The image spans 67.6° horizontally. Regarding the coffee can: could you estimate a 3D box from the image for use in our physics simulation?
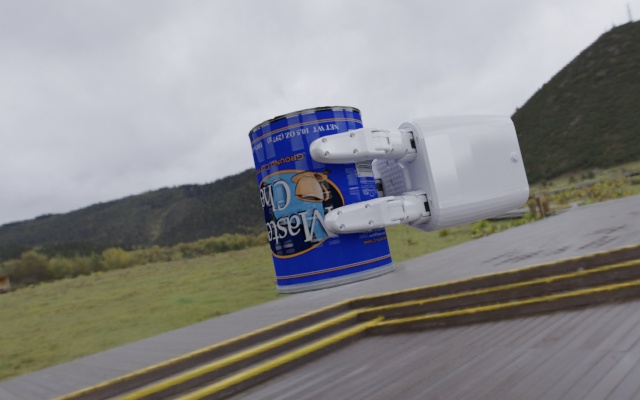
[{"bbox_3d":[0.000,0.002,0.417,0.103,0.140,0.103,-11,-5,-1],"label":"coffee can"}]
